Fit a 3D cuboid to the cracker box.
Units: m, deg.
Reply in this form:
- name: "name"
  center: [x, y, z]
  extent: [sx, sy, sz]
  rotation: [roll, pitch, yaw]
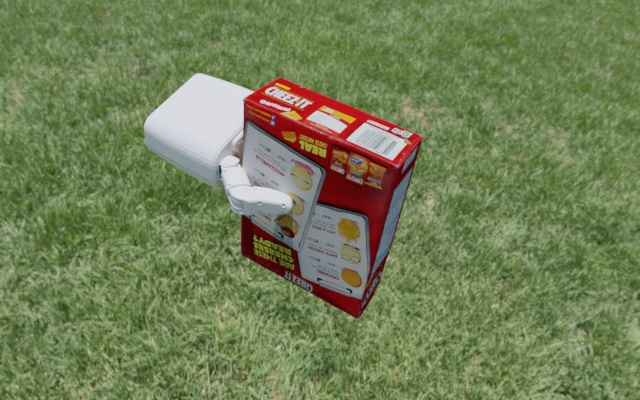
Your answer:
- name: "cracker box"
  center: [0.000, 0.002, 0.504]
  extent: [0.164, 0.214, 0.072]
  rotation: [26, 44, 20]
